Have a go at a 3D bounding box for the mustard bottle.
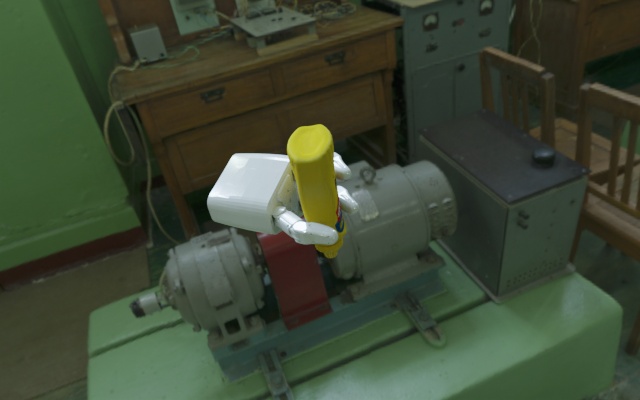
[{"bbox_3d":[0.000,0.002,0.646,0.058,0.192,0.096,-8,35,4],"label":"mustard bottle"}]
